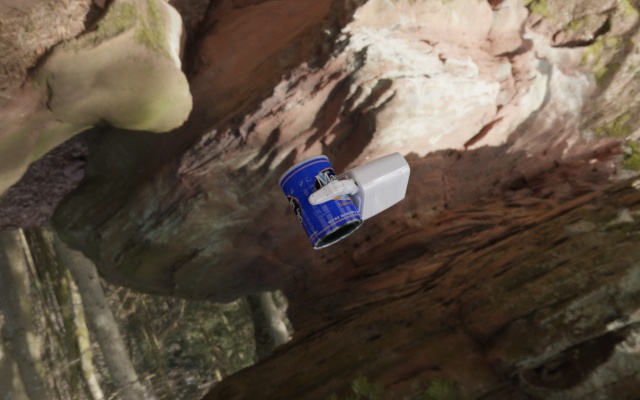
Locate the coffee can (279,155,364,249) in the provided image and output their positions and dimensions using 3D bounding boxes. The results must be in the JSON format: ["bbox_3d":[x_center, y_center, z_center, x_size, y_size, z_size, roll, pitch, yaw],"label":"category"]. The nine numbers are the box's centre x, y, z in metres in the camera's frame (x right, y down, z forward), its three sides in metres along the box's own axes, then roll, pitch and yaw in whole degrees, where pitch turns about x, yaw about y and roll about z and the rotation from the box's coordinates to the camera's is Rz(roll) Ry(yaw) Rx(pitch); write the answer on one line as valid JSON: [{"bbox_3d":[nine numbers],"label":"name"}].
[{"bbox_3d":[0.000,0.003,0.870,0.103,0.140,0.103,-27,-16,-8],"label":"coffee can"}]
